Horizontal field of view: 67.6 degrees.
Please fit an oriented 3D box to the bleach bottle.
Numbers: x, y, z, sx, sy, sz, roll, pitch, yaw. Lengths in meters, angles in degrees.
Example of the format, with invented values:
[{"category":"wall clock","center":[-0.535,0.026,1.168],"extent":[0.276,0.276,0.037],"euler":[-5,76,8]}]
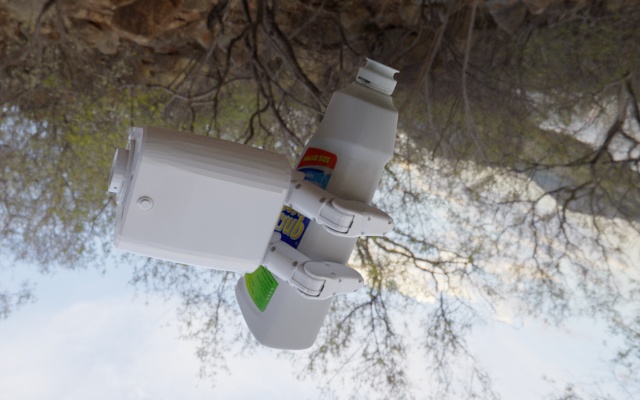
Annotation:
[{"category":"bleach bottle","center":[0.000,0.001,0.415],"extent":[0.068,0.251,0.102],"euler":[12,20,-29]}]
